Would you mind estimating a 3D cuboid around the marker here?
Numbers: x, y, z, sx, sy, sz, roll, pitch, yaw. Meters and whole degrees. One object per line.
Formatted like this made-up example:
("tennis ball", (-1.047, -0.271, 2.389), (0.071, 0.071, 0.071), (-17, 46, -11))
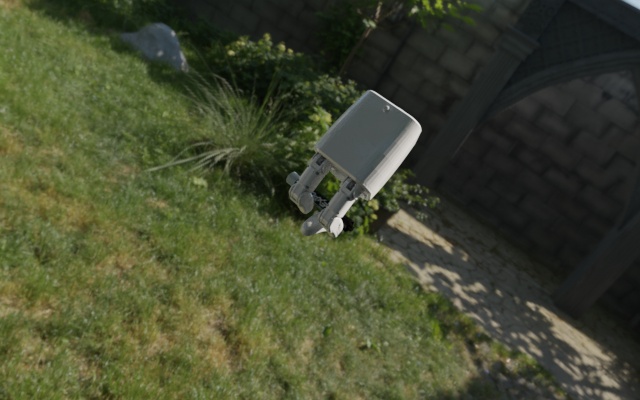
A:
("marker", (0.000, 0.002, 0.655), (0.121, 0.020, 0.020), (40, 18, 24))
